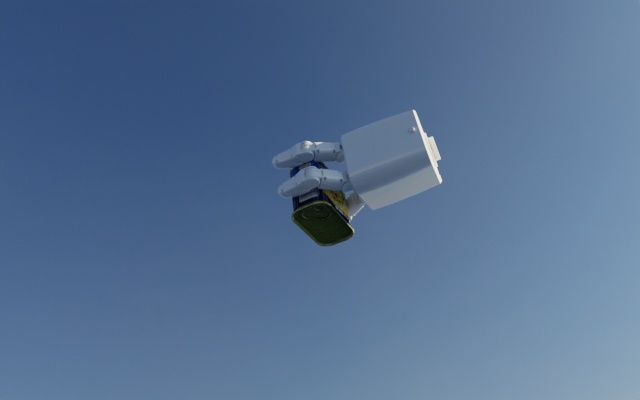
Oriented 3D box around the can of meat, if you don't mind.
[{"bbox_3d":[0.000,0.002,0.669,0.057,0.084,0.102,-23,-40,19],"label":"can of meat"}]
